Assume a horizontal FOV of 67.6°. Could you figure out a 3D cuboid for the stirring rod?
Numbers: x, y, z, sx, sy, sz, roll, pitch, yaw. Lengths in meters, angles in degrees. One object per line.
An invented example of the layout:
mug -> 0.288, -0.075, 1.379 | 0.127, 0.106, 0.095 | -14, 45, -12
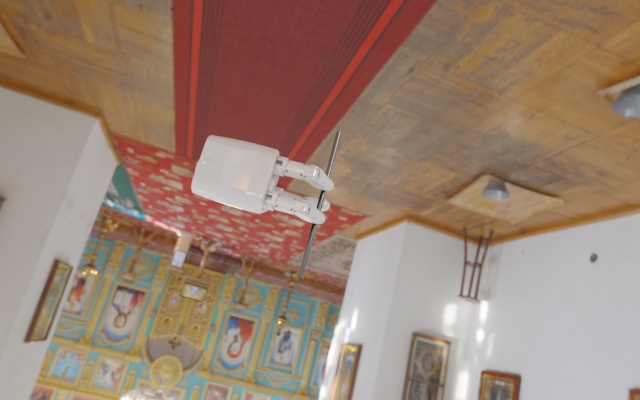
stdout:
stirring rod -> 0.000, 0.002, 0.733 | 0.011, 0.239, 0.011 | 14, -16, 4
